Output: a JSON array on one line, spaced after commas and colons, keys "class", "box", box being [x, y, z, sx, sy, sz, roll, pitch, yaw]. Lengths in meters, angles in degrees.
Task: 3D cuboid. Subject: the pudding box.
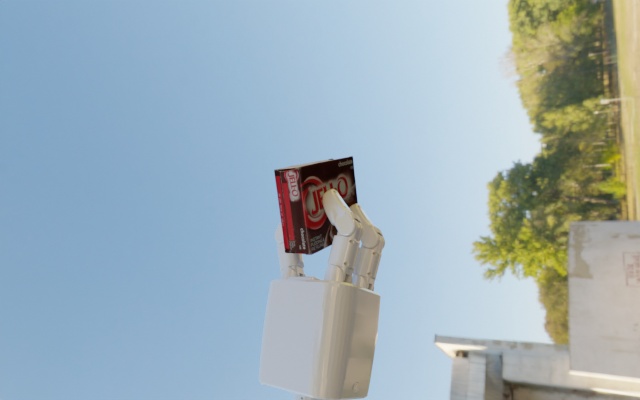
[{"class": "pudding box", "box": [0.000, 0.002, 0.525, 0.039, 0.090, 0.113, -1, 10, 31]}]
